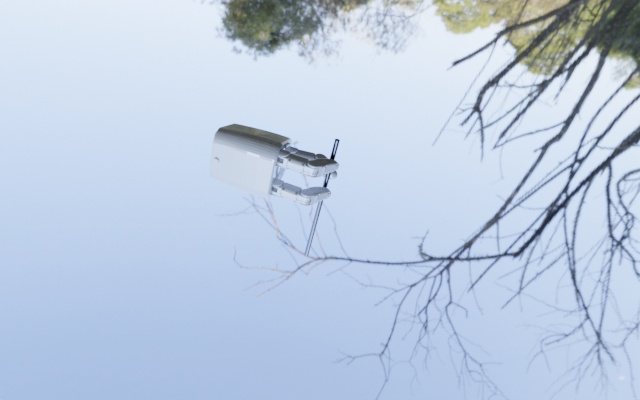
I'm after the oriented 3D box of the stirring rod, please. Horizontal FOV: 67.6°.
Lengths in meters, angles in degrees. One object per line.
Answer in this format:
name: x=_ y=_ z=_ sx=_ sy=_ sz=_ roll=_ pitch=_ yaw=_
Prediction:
stirring rod: x=0.000 y=0.003 z=0.815 sx=0.011 sy=0.240 sz=0.011 roll=11 pitch=33 yaw=-7
